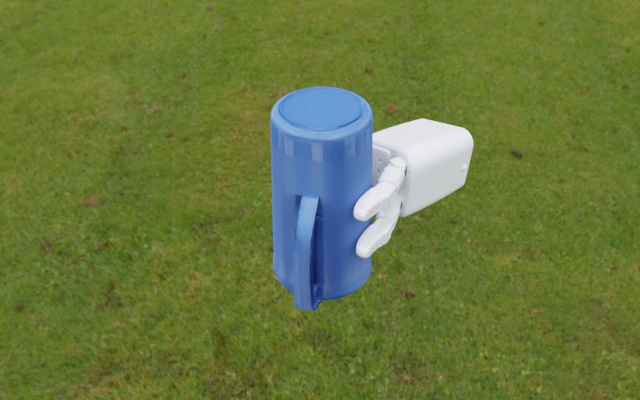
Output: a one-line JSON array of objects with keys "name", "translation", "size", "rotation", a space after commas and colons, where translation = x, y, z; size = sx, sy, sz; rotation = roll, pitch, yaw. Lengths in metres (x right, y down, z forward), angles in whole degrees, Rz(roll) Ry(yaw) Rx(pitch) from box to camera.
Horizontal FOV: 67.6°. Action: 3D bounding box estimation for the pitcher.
[{"name": "pitcher", "translation": [0.000, 0.002, 0.565], "size": [0.145, 0.243, 0.149], "rotation": [-22, 44, -23]}]
